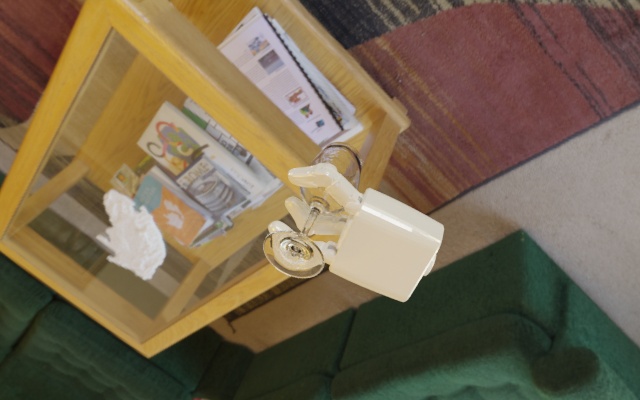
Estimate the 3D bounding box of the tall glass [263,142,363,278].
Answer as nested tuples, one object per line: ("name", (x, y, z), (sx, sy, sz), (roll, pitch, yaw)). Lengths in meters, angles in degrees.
("tall glass", (0.000, 0.002, 0.614), (0.079, 0.079, 0.201), (0, 38, 23))
